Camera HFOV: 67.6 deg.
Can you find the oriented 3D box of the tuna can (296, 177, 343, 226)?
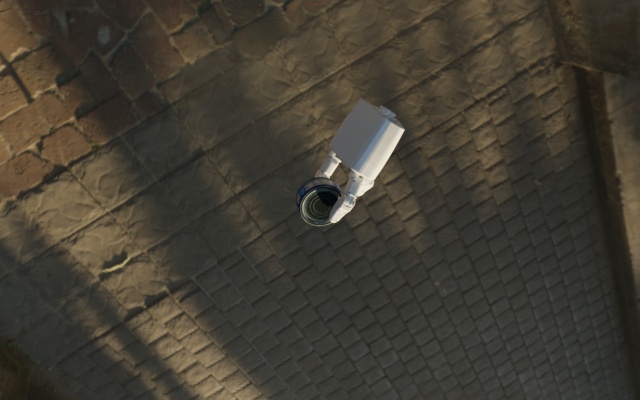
[{"bbox_3d":[0.000,0.003,0.862,0.086,0.086,0.033,0,30,-15],"label":"tuna can"}]
